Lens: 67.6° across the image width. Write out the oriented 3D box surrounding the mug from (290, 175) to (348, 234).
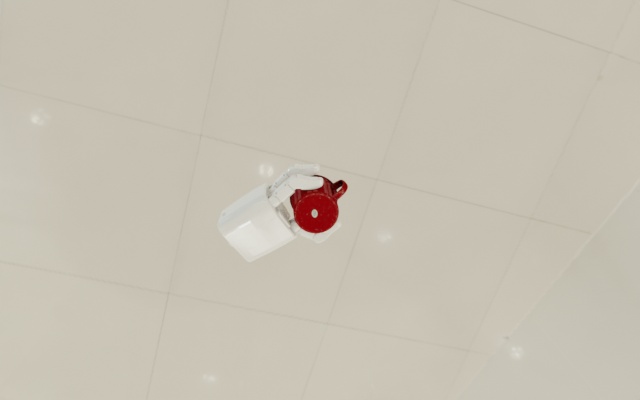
[{"bbox_3d":[0.001,0.002,0.875,0.117,0.093,0.081,-31,21,8],"label":"mug"}]
